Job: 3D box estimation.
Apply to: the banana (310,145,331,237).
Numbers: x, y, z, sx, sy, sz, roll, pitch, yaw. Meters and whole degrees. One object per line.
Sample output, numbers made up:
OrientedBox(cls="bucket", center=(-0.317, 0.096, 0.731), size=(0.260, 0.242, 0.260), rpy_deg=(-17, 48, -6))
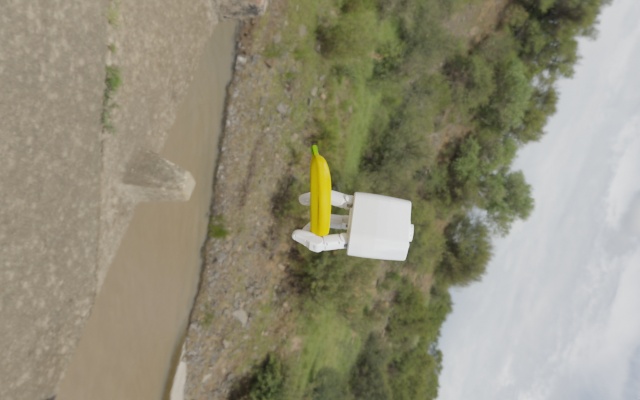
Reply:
OrientedBox(cls="banana", center=(0.000, 0.006, 0.842), size=(0.037, 0.198, 0.069), rpy_deg=(0, 21, 0))
